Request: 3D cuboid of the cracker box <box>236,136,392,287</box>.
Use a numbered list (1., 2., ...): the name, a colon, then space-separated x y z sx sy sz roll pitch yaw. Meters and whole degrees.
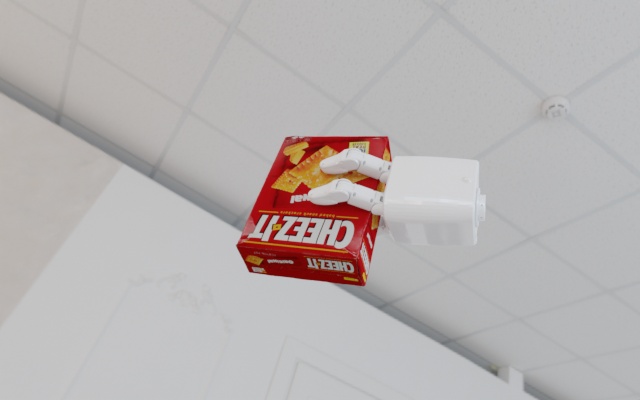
1. cracker box: 0.000 0.002 0.659 0.164 0.213 0.072 3 -41 19
